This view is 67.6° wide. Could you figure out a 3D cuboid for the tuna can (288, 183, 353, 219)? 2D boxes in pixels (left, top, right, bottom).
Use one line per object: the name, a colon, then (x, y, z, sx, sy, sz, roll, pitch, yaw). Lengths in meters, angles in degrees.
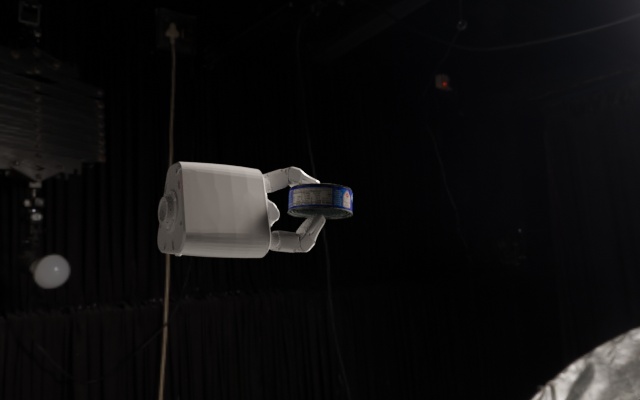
tuna can: (0.000, 0.002, 0.632, 0.086, 0.033, 0.086, 2, -11, 0)
